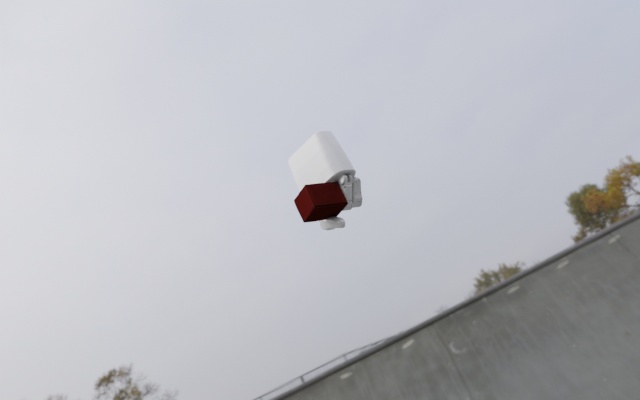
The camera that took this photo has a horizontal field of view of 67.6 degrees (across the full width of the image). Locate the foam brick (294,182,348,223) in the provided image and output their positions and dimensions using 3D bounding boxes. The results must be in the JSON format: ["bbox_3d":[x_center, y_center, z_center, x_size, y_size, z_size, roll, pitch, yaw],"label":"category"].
[{"bbox_3d":[0.000,0.003,0.887,0.078,0.051,0.053,-6,-31,-37],"label":"foam brick"}]
